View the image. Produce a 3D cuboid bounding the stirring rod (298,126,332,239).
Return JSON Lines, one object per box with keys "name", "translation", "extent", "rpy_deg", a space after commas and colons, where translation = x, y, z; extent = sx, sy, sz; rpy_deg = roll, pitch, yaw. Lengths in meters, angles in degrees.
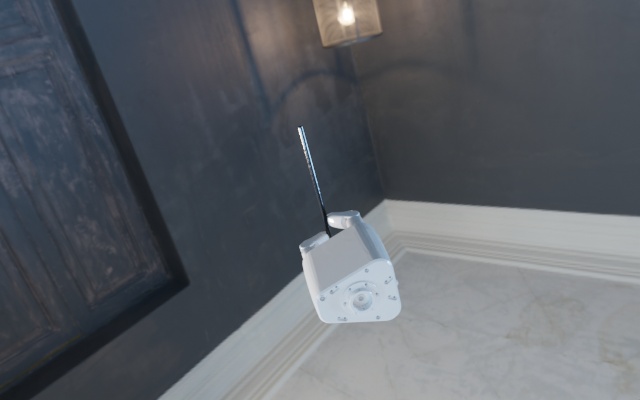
{"name": "stirring rod", "translation": [0.000, 0.002, 0.726], "extent": [0.011, 0.240, 0.011], "rpy_deg": [-13, 23, 5]}
